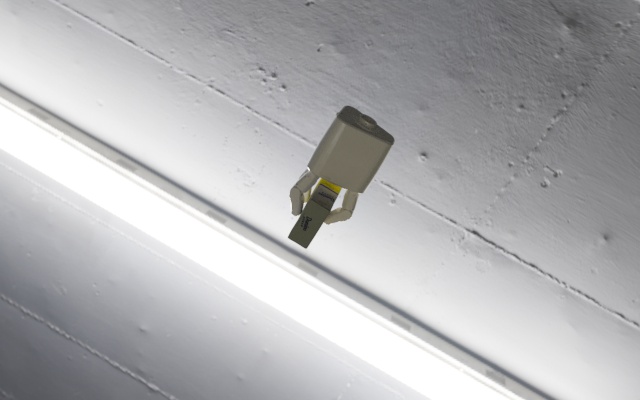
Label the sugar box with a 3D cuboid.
[{"bbox_3d":[0.000,0.002,0.863,0.048,0.093,0.176,32,29,1],"label":"sugar box"}]
